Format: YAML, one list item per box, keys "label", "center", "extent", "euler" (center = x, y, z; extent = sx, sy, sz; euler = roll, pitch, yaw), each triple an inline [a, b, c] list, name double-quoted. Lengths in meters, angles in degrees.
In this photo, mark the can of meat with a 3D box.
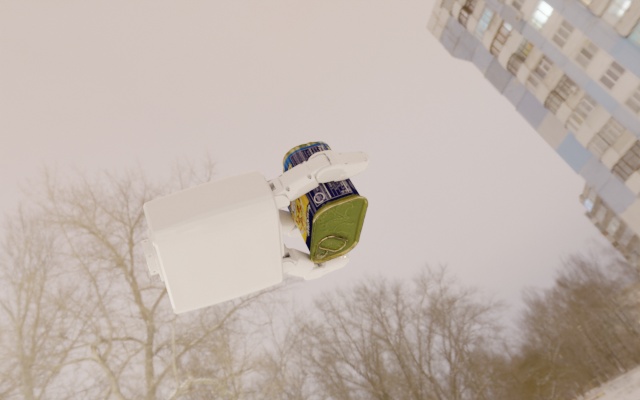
- label: "can of meat"
  center: [0.000, 0.001, 0.491]
  extent: [0.057, 0.084, 0.102]
  euler: [-19, -33, -17]
